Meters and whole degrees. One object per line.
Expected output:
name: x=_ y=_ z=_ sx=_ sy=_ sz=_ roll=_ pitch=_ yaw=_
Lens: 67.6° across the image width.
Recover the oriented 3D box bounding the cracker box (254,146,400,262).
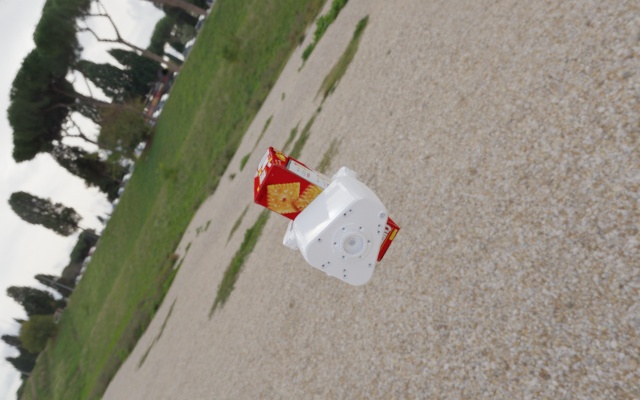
cracker box: x=0.000 y=0.002 z=0.760 sx=0.214 sy=0.072 sz=0.164 roll=27 pitch=9 yaw=-15
